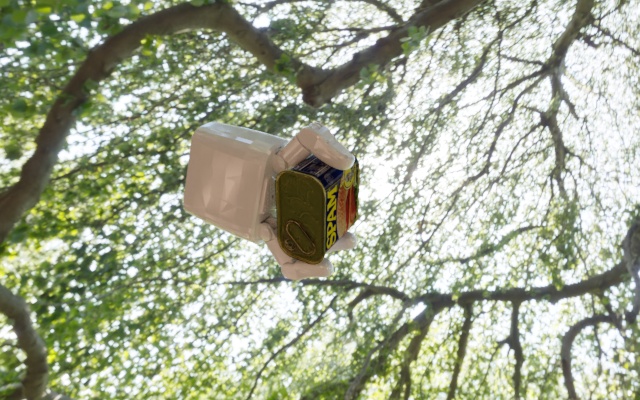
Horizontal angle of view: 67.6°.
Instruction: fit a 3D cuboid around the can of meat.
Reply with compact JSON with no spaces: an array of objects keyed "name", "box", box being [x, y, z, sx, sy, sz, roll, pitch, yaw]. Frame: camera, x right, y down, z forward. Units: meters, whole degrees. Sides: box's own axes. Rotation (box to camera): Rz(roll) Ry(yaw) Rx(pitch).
[{"name":"can of meat","box":[0.000,0.001,0.503,0.057,0.102,0.084,16,33,26]}]
